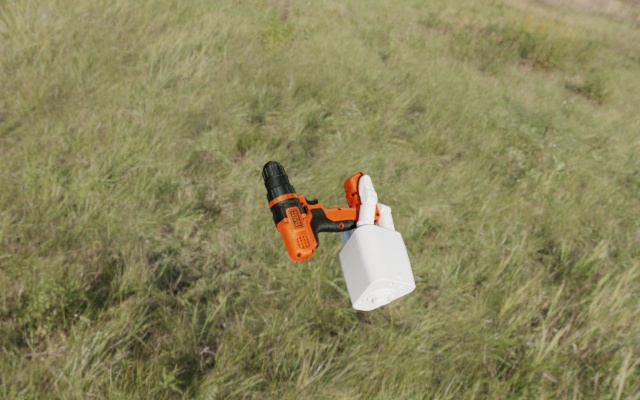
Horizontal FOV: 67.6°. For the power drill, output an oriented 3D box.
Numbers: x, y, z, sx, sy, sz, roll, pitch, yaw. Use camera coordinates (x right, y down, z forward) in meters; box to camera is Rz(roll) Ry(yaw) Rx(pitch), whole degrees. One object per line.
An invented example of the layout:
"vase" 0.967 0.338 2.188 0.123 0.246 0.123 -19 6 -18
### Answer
"power drill" 0.001 0.003 0.848 0.187 0.184 0.057 -13 -15 -25
